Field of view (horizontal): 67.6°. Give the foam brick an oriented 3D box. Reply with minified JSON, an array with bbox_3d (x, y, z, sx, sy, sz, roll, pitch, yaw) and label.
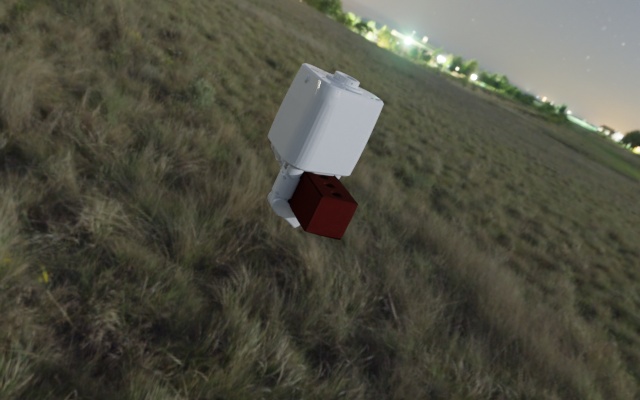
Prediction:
[{"bbox_3d":[0.000,0.002,0.582,0.053,0.051,0.078,15,24,-31],"label":"foam brick"}]
